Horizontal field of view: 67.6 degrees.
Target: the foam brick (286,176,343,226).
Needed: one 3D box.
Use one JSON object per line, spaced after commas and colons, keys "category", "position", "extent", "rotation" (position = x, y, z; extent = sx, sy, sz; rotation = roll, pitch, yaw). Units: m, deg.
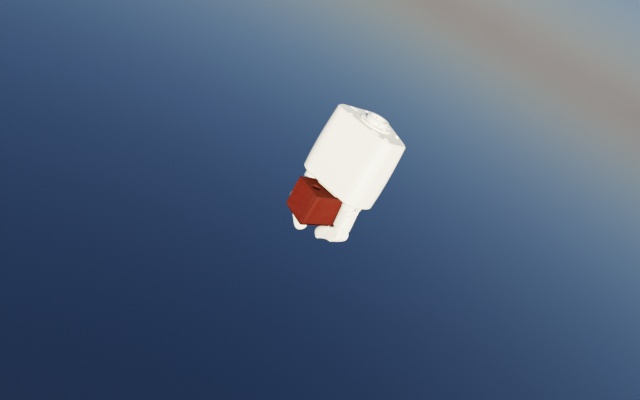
{"category": "foam brick", "position": [0.000, 0.002, 0.699], "extent": [0.078, 0.051, 0.053], "rotation": [5, 35, -40]}
